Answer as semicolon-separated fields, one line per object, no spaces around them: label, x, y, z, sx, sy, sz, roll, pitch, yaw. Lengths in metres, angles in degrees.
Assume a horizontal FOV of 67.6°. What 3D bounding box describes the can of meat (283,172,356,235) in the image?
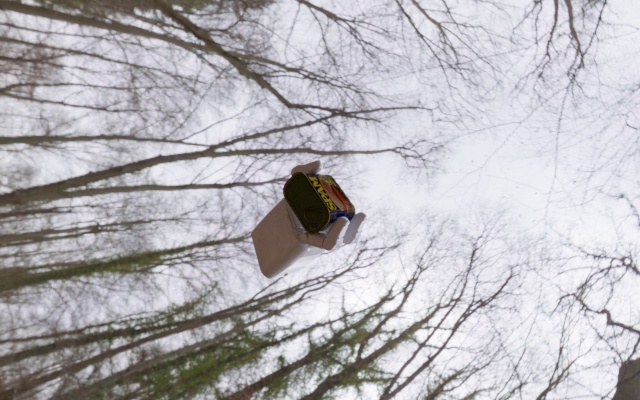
can of meat;0.000;0.002;0.787;0.057;0.102;0.084;-45;-23;28
